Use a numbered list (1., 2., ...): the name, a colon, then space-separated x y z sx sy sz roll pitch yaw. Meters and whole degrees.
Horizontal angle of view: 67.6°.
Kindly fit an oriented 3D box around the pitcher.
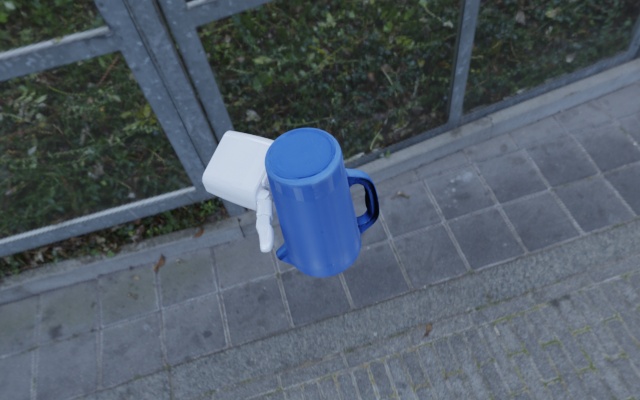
1. pitcher: 0.000 0.002 0.745 0.145 0.149 0.243 17 -32 20
